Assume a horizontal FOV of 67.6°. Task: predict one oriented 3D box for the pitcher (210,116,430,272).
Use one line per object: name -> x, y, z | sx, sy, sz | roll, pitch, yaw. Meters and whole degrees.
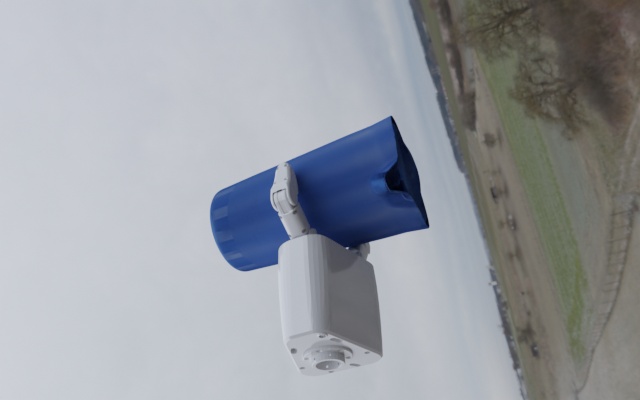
pitcher -> 0.000, 0.002, 0.577 | 0.243, 0.145, 0.149 | -18, -41, 15
